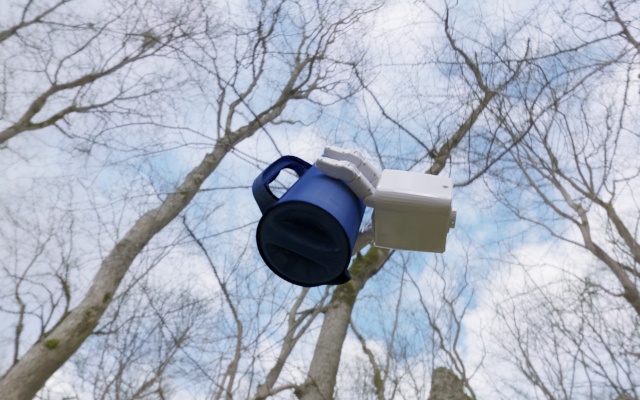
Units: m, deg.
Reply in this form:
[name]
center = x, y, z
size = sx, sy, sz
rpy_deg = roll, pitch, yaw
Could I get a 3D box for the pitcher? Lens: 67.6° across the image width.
[pitcher]
center = 0.000, 0.002, 0.722
size = 0.145, 0.149, 0.242
rpy_deg = 6, 28, 14
